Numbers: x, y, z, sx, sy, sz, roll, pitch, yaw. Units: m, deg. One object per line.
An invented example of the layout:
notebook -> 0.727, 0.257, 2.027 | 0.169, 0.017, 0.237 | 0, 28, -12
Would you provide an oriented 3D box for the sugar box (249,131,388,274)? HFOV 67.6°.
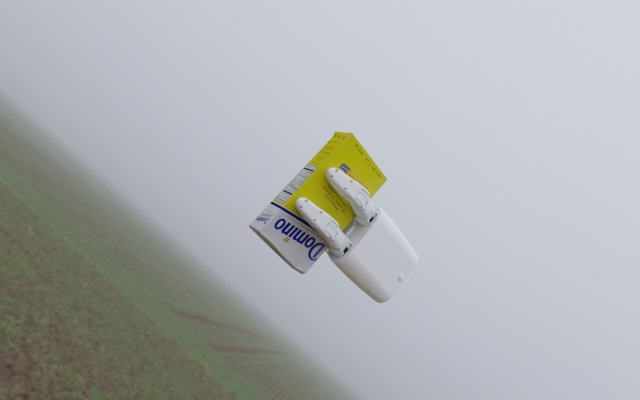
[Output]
sugar box -> 0.001, 0.002, 0.629 | 0.093, 0.176, 0.048 | 47, -15, -28
